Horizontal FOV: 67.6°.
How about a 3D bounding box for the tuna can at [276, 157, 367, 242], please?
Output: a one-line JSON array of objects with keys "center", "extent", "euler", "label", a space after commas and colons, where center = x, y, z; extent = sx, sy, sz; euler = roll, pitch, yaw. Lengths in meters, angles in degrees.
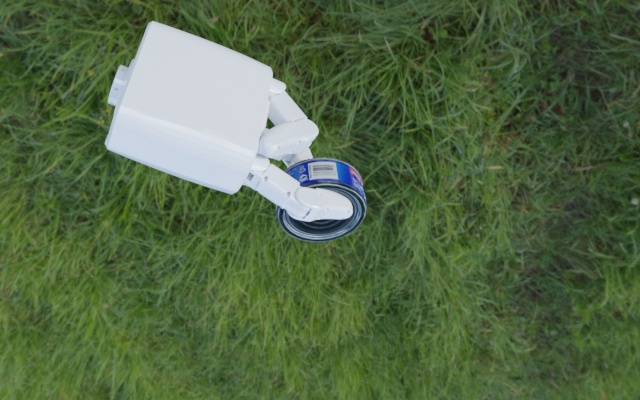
[{"center": [0.000, 0.002, 0.452], "extent": [0.086, 0.033, 0.086], "euler": [-4, -42, -3], "label": "tuna can"}]
